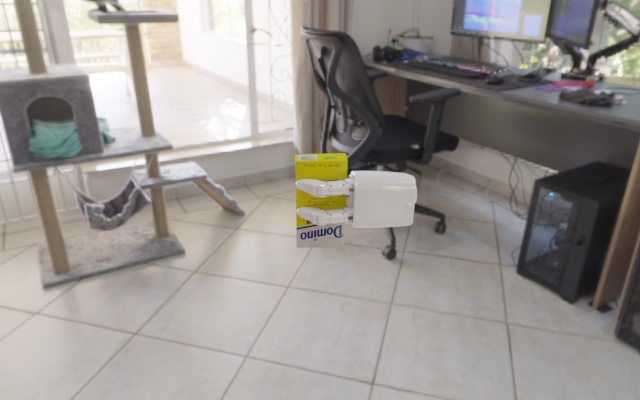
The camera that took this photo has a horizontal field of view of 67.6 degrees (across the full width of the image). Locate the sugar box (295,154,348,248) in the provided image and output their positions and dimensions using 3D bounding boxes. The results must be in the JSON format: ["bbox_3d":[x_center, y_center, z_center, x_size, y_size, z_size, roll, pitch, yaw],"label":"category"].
[{"bbox_3d":[0.000,0.003,0.877,0.093,0.176,0.048,-1,24,-2],"label":"sugar box"}]
